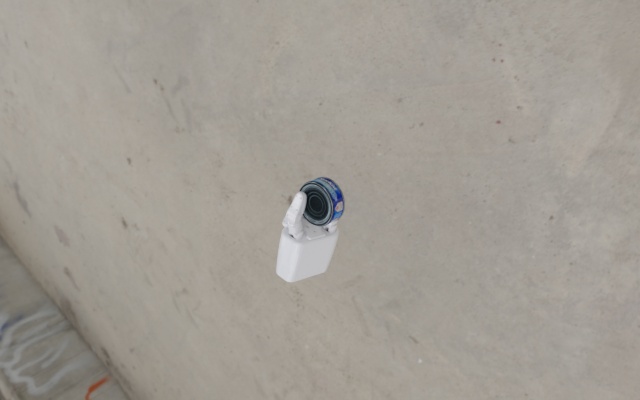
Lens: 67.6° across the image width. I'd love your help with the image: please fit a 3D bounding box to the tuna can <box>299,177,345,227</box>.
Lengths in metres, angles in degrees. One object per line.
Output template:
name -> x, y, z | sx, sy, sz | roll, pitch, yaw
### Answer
tuna can -> 0.000, 0.003, 0.858 | 0.086, 0.086, 0.033 | 0, 15, 42
